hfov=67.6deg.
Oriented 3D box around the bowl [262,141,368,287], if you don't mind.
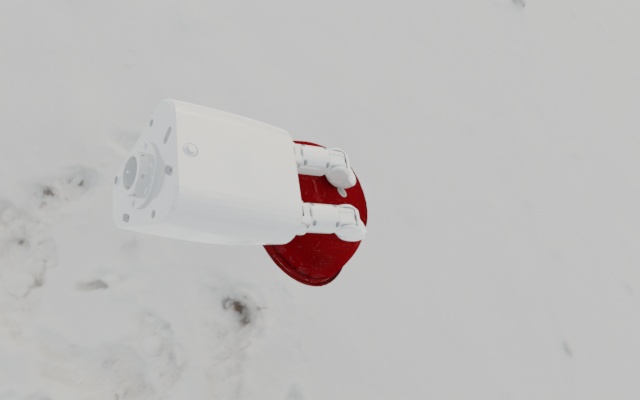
[{"bbox_3d":[0.001,0.001,0.483,0.055,0.162,0.162,-23,-12,31],"label":"bowl"}]
